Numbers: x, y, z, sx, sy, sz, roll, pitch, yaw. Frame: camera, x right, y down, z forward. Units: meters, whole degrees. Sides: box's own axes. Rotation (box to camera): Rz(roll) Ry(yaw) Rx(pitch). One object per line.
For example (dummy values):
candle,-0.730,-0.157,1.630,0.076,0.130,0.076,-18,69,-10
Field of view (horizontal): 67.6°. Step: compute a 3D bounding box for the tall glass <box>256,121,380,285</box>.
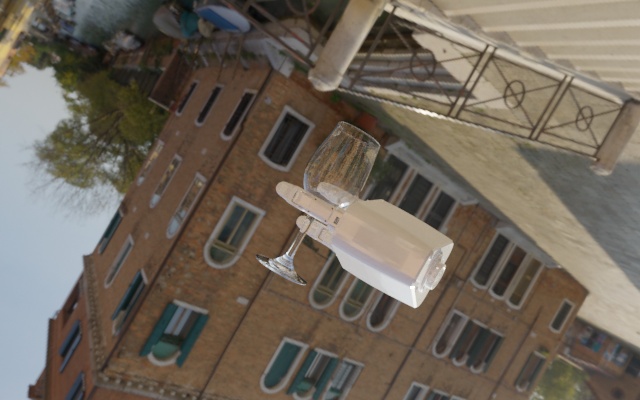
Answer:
tall glass,0.000,0.002,0.605,0.079,0.201,0.079,30,-1,0
